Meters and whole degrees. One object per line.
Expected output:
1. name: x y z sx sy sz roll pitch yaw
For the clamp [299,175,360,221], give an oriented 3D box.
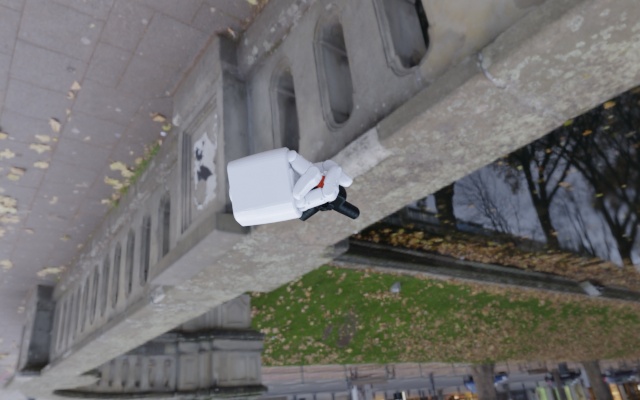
1. clamp: 0.000 0.003 0.873 0.120 0.039 0.171 -11 -26 11
